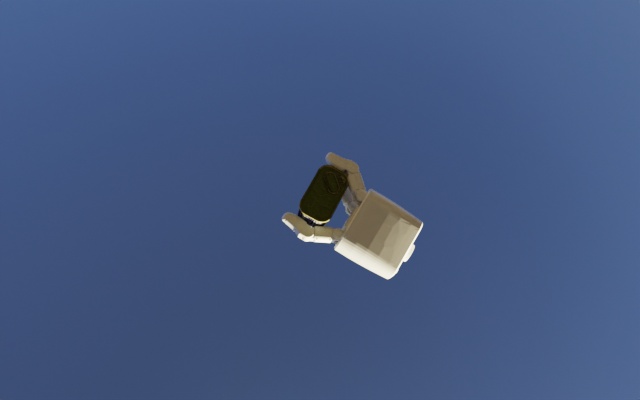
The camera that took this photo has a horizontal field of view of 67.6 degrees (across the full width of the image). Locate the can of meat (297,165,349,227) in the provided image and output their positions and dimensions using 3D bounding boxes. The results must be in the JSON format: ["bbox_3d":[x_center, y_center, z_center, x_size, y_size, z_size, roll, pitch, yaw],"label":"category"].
[{"bbox_3d":[0.000,0.003,0.817,0.057,0.102,0.084,28,-24,1],"label":"can of meat"}]
